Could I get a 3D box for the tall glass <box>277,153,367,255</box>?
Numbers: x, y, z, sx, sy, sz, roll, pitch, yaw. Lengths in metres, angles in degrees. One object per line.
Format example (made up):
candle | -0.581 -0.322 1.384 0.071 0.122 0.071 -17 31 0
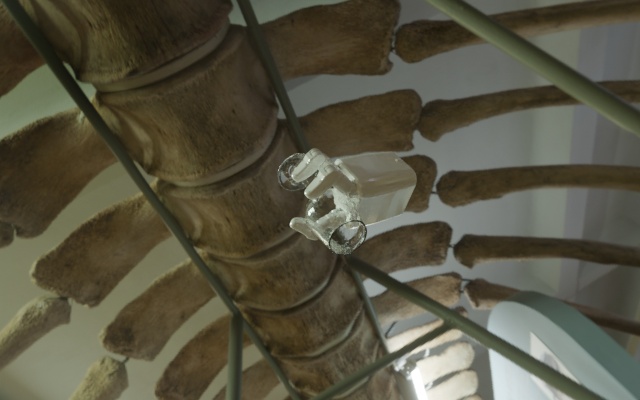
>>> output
tall glass | 0.000 0.002 0.759 0.079 0.079 0.201 0 32 -28
